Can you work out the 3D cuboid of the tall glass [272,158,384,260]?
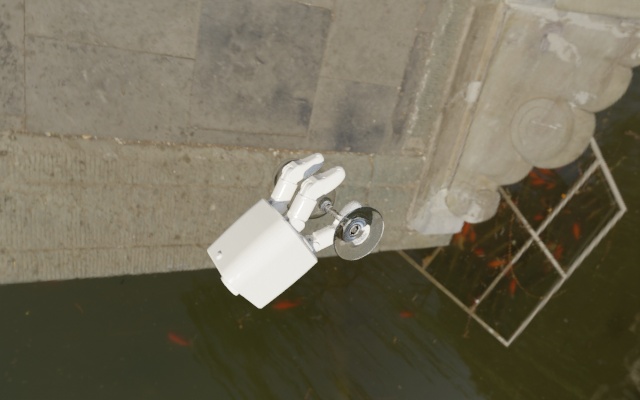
[{"bbox_3d":[0.001,0.002,0.668,0.079,0.079,0.201,0,24,-31],"label":"tall glass"}]
